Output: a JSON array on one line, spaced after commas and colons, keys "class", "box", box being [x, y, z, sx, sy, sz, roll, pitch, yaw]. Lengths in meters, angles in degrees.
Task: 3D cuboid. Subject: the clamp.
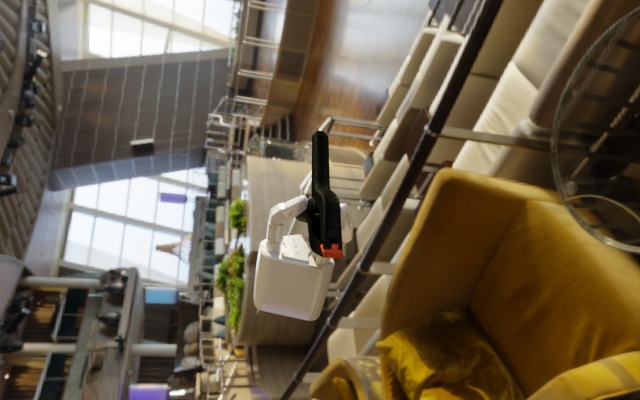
[{"class": "clamp", "box": [-0.001, 0.003, 0.694, 0.036, 0.165, 0.210, 4, 27, -15]}]
